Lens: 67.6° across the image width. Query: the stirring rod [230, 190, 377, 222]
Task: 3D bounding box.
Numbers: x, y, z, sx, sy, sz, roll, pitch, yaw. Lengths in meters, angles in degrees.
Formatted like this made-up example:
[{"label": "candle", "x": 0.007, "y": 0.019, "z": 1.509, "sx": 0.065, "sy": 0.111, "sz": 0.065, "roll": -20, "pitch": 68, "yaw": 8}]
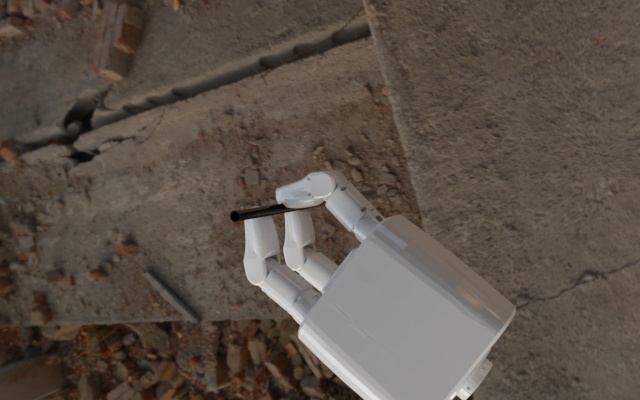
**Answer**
[{"label": "stirring rod", "x": 0.000, "y": 0.001, "z": 0.439, "sx": 0.011, "sy": 0.011, "sz": 0.239, "roll": 0, "pitch": 5, "yaw": 30}]
